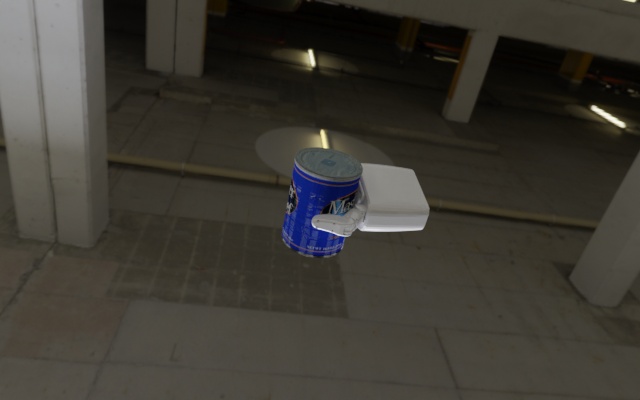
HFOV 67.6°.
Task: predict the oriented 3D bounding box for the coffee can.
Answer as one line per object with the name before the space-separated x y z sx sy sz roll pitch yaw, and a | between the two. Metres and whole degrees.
coffee can | 0.000 0.002 0.739 0.103 0.140 0.102 9 29 -5
